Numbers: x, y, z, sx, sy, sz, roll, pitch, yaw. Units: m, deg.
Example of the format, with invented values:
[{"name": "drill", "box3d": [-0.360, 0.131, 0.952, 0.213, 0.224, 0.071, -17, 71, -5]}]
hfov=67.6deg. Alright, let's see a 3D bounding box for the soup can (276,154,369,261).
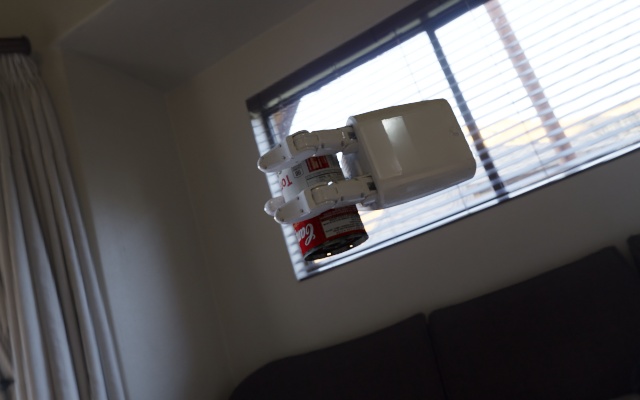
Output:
[{"name": "soup can", "box3d": [-0.001, 0.001, 0.481, 0.068, 0.102, 0.068, -18, -16, -5]}]
